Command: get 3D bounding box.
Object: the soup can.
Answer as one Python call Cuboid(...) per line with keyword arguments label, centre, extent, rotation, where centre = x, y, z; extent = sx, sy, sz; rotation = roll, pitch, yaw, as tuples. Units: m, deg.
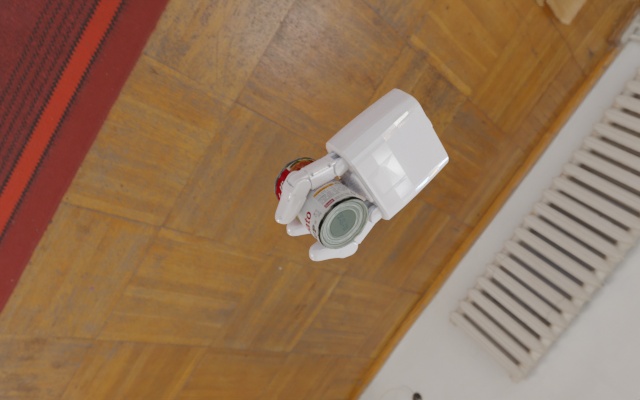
Cuboid(label="soup can", centre=(0.000, 0.002, 0.554), extent=(0.068, 0.068, 0.102), rotation=(0, 29, -38))
